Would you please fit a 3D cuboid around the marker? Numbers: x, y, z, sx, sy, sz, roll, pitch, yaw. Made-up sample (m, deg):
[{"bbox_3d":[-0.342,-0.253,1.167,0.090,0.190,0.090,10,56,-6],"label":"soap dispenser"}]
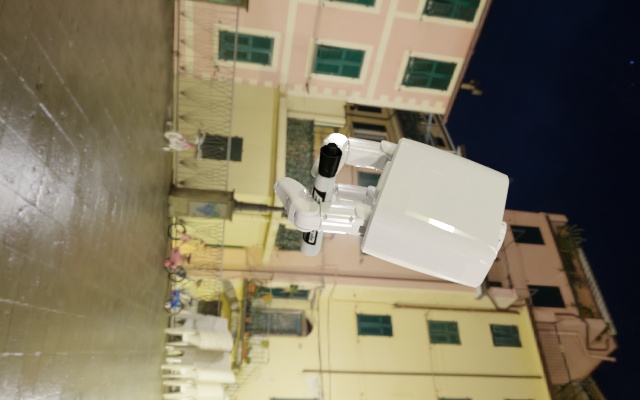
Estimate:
[{"bbox_3d":[0.000,0.001,0.422,0.020,0.121,0.020,8,39,-6],"label":"marker"}]
